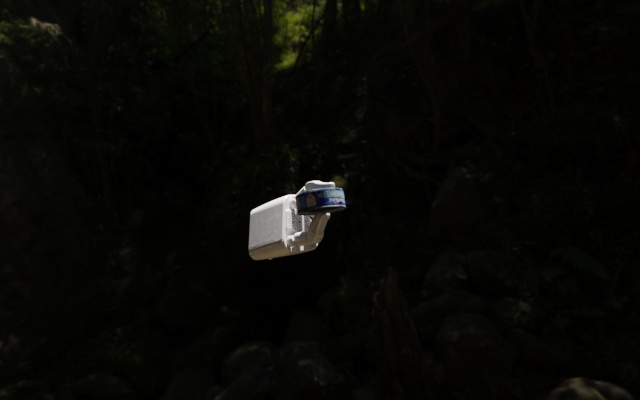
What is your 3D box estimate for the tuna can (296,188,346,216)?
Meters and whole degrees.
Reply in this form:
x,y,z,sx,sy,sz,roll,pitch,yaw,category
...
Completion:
x,y,z,sx,sy,sz,roll,pitch,yaw,category
0.000,0.002,0.833,0.086,0.033,0.086,-8,-9,-1,tuna can
